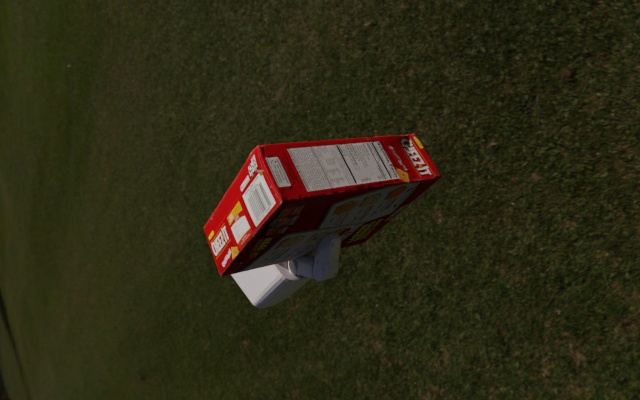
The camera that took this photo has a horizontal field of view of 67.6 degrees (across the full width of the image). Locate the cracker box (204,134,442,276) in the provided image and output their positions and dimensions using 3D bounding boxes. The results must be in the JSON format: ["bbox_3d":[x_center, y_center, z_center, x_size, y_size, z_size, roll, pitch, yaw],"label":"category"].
[{"bbox_3d":[0.000,0.002,0.530,0.213,0.072,0.164,-10,-25,-37],"label":"cracker box"}]
